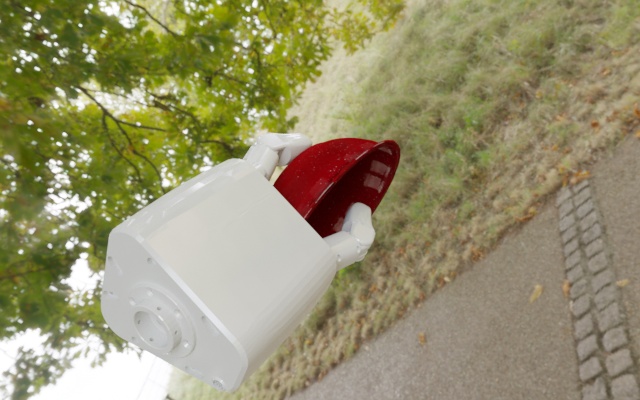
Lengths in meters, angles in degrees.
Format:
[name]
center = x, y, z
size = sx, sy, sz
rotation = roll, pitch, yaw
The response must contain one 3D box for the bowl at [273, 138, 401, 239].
[bowl]
center = 0.000, 0.001, 0.425
size = 0.055, 0.162, 0.162
rotation = 39, 15, 20
